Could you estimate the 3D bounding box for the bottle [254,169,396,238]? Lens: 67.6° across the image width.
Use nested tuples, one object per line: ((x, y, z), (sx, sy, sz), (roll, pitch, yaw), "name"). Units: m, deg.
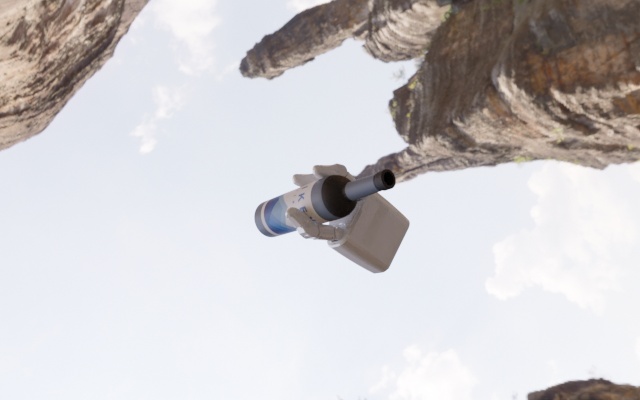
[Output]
((0.000, 0.002, 0.740), (0.069, 0.069, 0.296), (0, -12, -39), "bottle")
